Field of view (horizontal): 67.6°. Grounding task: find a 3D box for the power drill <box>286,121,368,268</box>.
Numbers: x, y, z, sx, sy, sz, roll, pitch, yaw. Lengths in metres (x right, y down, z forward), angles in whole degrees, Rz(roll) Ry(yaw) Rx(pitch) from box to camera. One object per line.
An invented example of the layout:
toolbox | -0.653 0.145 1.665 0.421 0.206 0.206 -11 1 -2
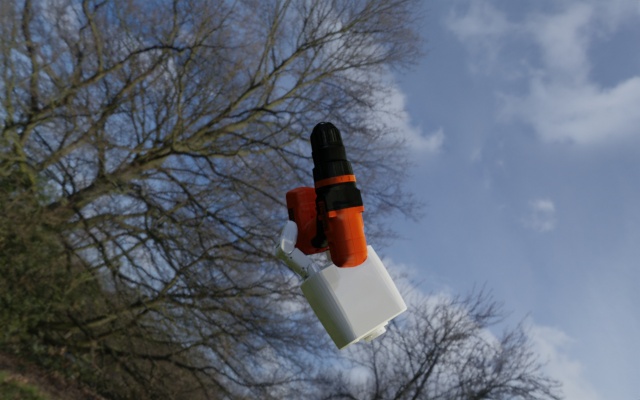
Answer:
power drill | 0.000 0.002 0.657 0.057 0.184 0.188 -8 -6 -16
